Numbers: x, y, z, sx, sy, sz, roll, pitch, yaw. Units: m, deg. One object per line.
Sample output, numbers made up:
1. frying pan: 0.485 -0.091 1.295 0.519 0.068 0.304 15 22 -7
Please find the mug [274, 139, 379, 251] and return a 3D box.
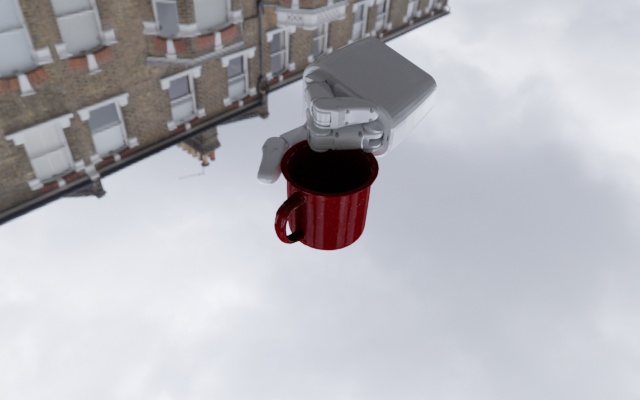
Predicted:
1. mug: -0.001 0.002 0.470 0.093 0.082 0.117 29 49 27
